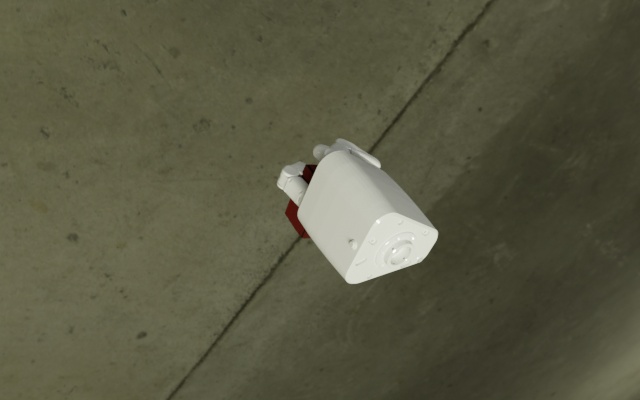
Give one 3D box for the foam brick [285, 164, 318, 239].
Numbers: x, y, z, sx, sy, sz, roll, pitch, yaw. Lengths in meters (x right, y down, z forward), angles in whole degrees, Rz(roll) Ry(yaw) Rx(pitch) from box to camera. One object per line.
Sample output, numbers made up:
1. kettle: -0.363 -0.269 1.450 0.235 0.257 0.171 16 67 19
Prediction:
1. foam brick: 0.000 0.002 0.583 0.053 0.078 0.051 1 37 -37
